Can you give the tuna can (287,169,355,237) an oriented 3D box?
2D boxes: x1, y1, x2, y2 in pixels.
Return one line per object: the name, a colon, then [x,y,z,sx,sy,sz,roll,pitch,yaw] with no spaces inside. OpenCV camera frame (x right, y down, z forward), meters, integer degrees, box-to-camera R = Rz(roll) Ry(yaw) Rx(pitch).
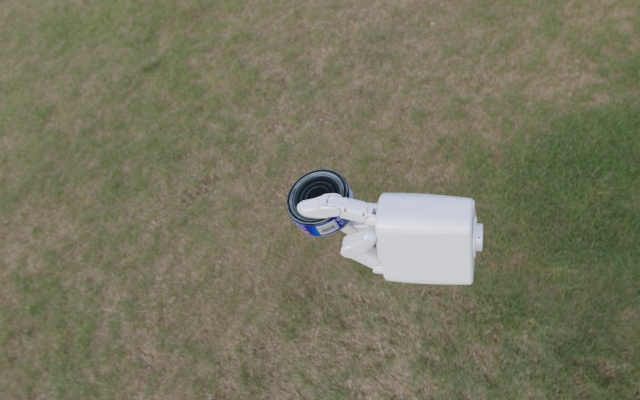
tuna can: [0.000,0.002,0.616,0.086,0.086,0.034,0,-31,23]
